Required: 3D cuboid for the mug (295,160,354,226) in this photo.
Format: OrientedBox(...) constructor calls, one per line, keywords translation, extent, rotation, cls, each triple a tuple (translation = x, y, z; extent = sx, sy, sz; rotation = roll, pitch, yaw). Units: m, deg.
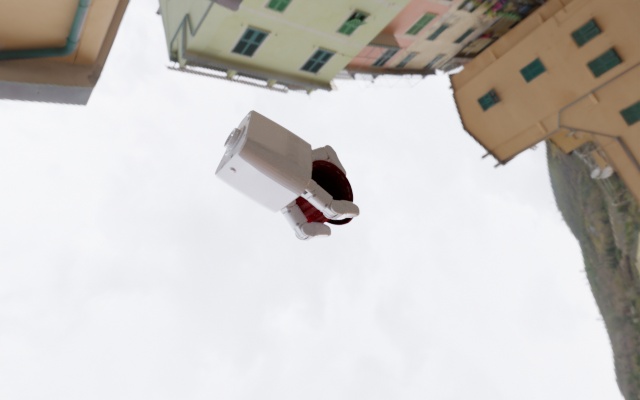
OrientedBox(translation=(0.001, 0.003, 0.748), extent=(0.117, 0.093, 0.081), rotation=(32, -41, -22), cls="mug")
